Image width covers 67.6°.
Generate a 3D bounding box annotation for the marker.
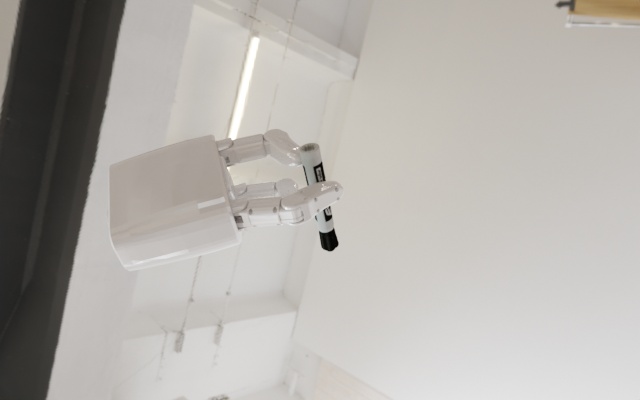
[{"bbox_3d":[0.000,0.001,0.461,0.020,0.121,0.020,-8,34,6],"label":"marker"}]
